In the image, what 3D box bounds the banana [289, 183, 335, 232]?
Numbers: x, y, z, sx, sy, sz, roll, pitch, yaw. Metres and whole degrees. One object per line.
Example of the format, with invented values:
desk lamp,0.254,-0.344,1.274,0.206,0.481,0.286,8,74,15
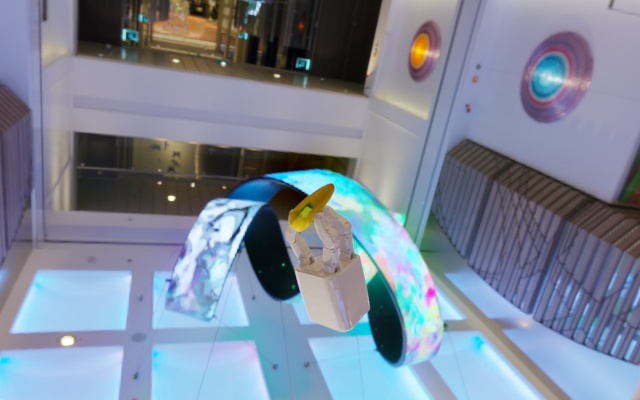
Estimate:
banana,-0.015,0.014,0.806,0.069,0.037,0.197,-35,4,16
